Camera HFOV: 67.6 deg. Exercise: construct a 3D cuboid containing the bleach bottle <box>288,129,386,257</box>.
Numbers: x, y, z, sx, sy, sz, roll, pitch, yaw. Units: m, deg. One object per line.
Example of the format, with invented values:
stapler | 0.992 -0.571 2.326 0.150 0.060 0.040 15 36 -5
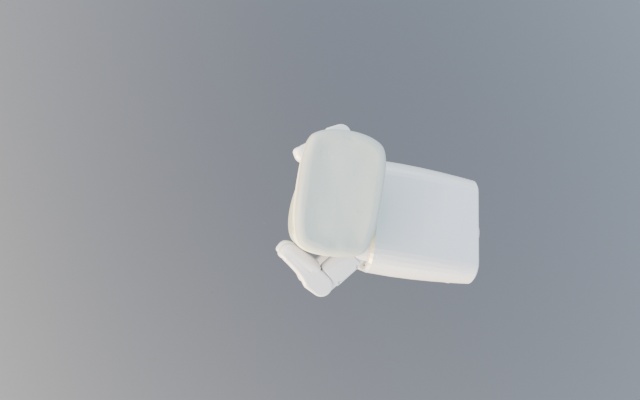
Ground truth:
bleach bottle | 0.000 0.002 0.487 0.068 0.102 0.251 9 -4 -6
